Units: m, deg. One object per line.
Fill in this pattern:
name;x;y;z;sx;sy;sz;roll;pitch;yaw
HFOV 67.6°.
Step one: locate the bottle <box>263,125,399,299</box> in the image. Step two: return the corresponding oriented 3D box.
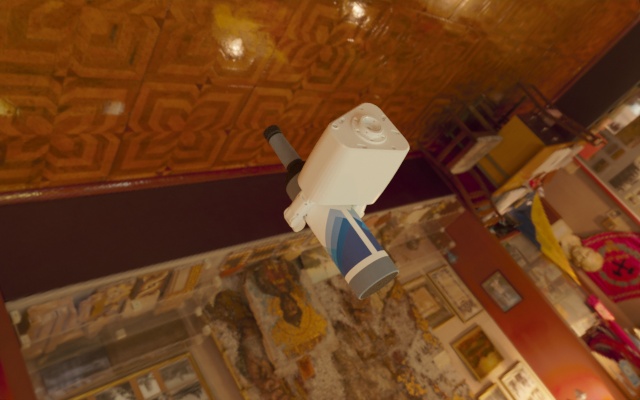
bottle;0.000;0.003;0.695;0.069;0.295;0.069;-30;-22;-14
